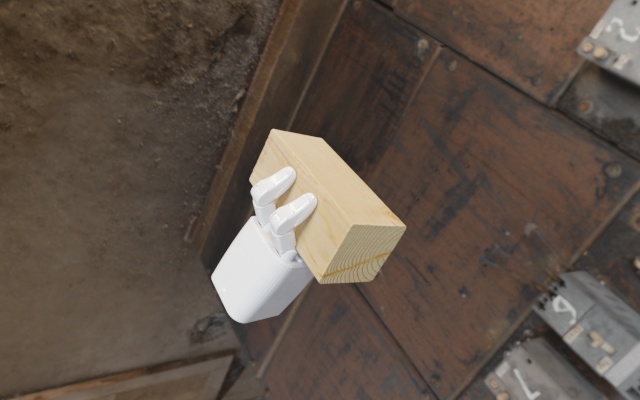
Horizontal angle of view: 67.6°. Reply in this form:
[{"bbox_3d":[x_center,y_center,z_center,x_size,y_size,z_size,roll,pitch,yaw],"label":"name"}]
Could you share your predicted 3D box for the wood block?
[{"bbox_3d":[0.000,0.002,0.615,0.091,0.090,0.206,6,33,-40],"label":"wood block"}]
